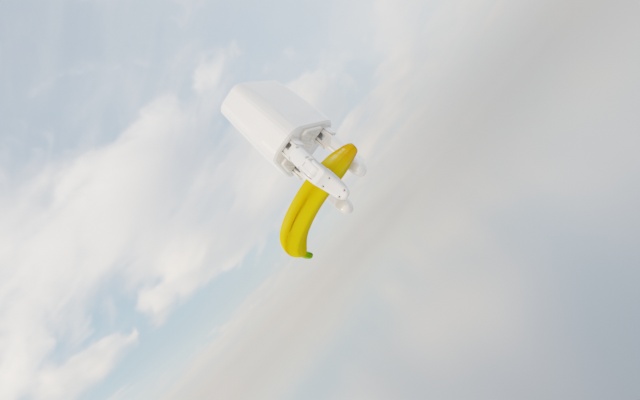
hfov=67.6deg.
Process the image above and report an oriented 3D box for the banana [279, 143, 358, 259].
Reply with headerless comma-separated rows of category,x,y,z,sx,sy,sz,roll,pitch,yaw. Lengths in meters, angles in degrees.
banana,-0.013,0.010,0.622,0.037,0.198,0.069,40,38,22
